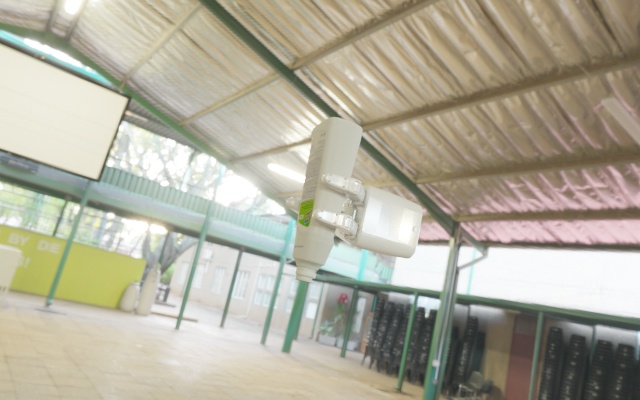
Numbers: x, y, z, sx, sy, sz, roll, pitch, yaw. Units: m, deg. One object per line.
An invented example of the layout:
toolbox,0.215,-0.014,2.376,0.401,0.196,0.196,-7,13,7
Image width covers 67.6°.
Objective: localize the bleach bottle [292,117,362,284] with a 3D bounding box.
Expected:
bleach bottle,0.000,0.002,0.745,0.068,0.250,0.102,17,-13,-18
